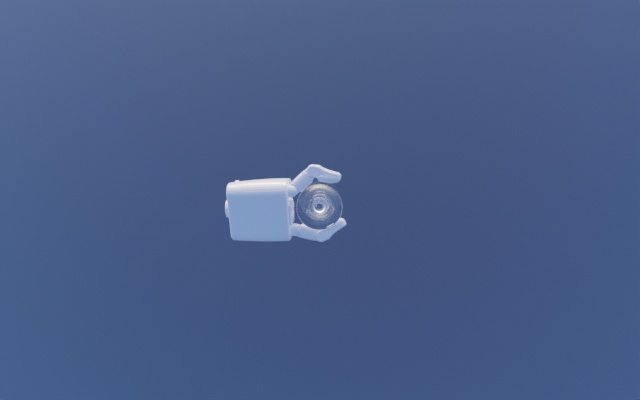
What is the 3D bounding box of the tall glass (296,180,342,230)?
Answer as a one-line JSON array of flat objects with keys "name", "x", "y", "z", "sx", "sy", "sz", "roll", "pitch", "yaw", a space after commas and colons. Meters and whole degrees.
[{"name": "tall glass", "x": 0.000, "y": 0.003, "z": 0.862, "sx": 0.079, "sy": 0.079, "sz": 0.201, "roll": 0, "pitch": 5, "yaw": 2}]
